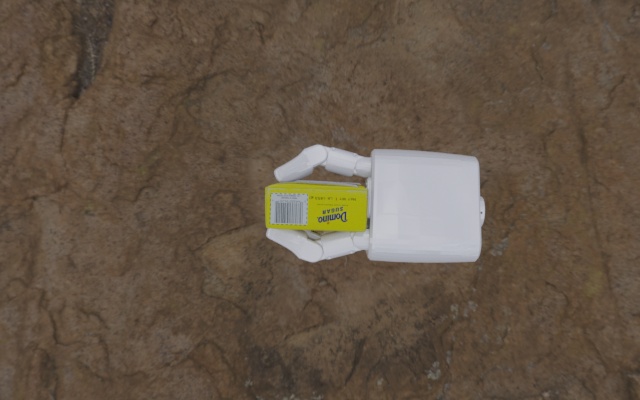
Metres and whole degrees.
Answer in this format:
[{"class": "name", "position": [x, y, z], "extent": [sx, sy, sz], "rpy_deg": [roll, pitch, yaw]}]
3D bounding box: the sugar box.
[{"class": "sugar box", "position": [0.000, 0.002, 0.510], "extent": [0.093, 0.048, 0.176], "rpy_deg": [3, 2, 3]}]
